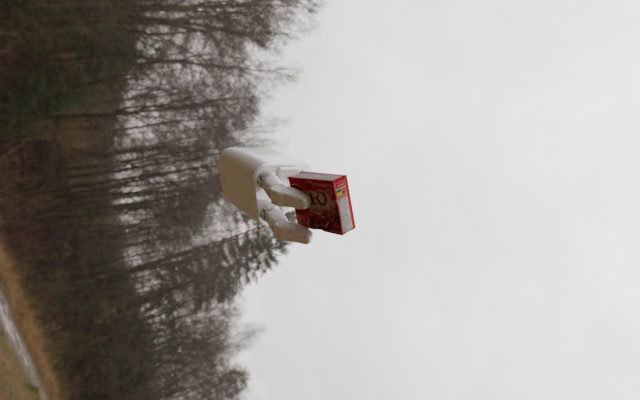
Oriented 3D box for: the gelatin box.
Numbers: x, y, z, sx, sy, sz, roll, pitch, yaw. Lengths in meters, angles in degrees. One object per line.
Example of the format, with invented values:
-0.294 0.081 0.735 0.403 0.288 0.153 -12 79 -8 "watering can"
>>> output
0.001 0.002 0.626 0.030 0.073 0.089 -25 23 -39 "gelatin box"
